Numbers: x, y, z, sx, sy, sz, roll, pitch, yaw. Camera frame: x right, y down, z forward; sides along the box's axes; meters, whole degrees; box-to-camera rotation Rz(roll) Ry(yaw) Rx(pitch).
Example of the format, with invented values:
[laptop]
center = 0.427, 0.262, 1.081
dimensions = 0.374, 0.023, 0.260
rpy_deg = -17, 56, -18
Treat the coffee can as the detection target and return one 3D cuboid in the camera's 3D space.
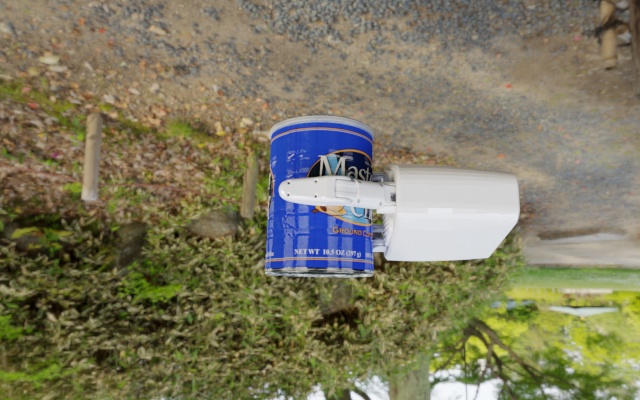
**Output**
[coffee can]
center = 0.000, 0.001, 0.462
dimensions = 0.103, 0.140, 0.103
rpy_deg = 1, -11, 0
